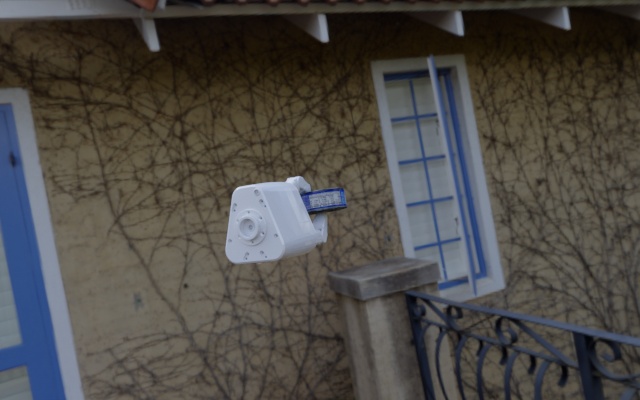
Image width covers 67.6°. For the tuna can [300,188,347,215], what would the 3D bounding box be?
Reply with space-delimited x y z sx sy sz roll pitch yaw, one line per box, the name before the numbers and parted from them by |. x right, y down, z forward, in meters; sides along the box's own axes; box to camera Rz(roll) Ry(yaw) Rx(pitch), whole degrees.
tuna can | 0.000 0.002 0.797 0.086 0.033 0.086 -9 -5 -1
